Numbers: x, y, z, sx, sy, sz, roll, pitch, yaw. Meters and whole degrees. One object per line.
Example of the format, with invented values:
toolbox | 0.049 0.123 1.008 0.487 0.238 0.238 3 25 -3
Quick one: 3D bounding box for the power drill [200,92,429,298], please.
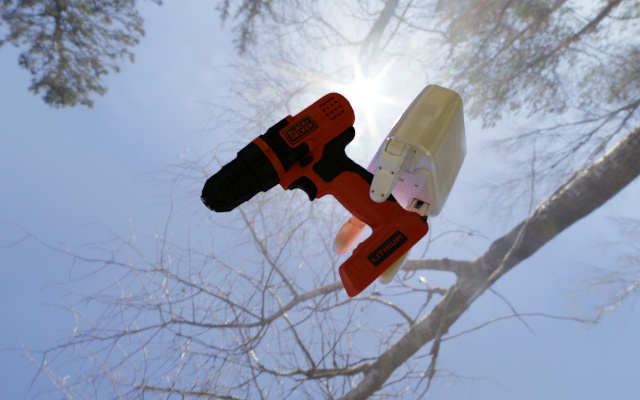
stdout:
power drill | 0.001 0.002 0.480 0.184 0.187 0.057 -38 -8 -12
